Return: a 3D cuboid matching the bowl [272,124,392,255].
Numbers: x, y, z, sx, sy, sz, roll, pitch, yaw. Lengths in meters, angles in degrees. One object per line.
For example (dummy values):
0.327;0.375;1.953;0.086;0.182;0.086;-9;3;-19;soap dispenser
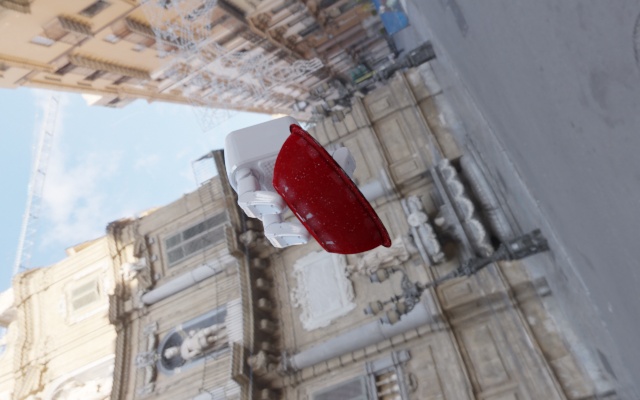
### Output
0.000;0.002;0.489;0.055;0.162;0.162;-39;4;-6;bowl
